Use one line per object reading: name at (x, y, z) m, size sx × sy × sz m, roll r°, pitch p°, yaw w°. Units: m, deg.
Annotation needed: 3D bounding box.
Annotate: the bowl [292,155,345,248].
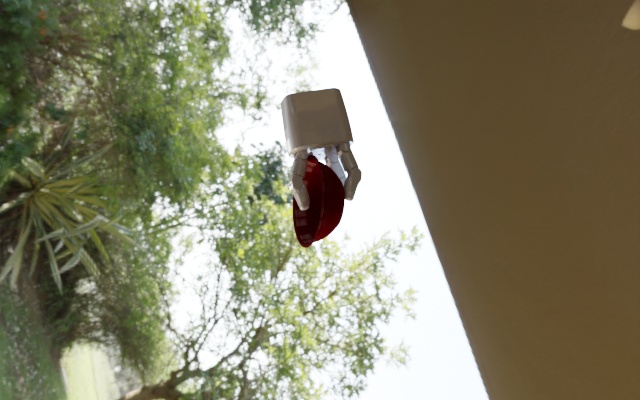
bowl at (0.000, 0.004, 0.835) m, size 0.055 × 0.162 × 0.162 m, roll 4°, pitch -2°, yaw -21°
